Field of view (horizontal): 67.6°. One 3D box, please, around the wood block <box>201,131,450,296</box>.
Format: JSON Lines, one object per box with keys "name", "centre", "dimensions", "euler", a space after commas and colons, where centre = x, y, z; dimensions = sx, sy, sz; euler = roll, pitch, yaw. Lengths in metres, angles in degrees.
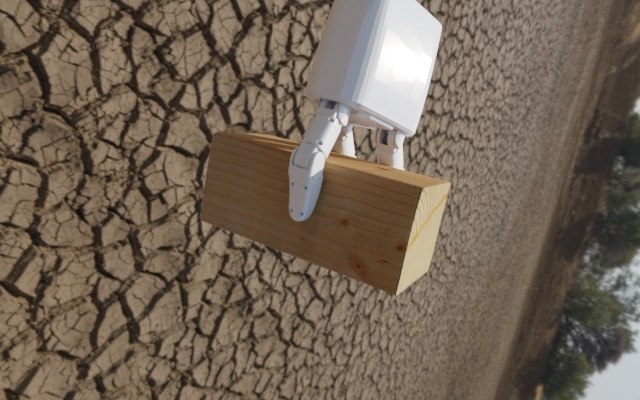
{"name": "wood block", "centre": [0.000, 0.001, 0.446], "dimensions": [0.206, 0.090, 0.091], "euler": [17, 13, 26]}
